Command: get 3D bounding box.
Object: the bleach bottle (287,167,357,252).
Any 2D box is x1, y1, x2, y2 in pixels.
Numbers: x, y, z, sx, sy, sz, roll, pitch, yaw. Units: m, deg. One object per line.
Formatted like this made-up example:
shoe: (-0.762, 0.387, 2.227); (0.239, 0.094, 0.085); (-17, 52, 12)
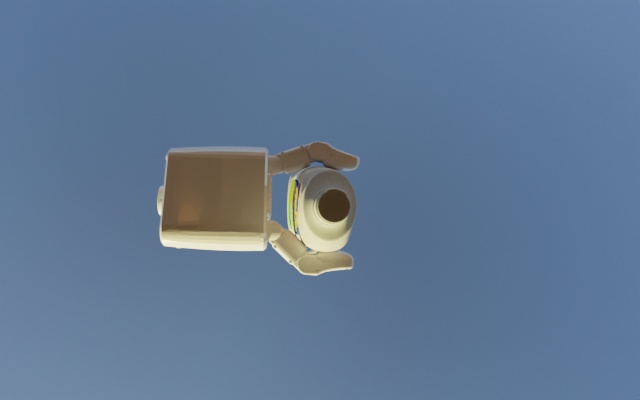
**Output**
bleach bottle: (0.000, 0.002, 0.525); (0.068, 0.102, 0.251); (2, -3, -5)
